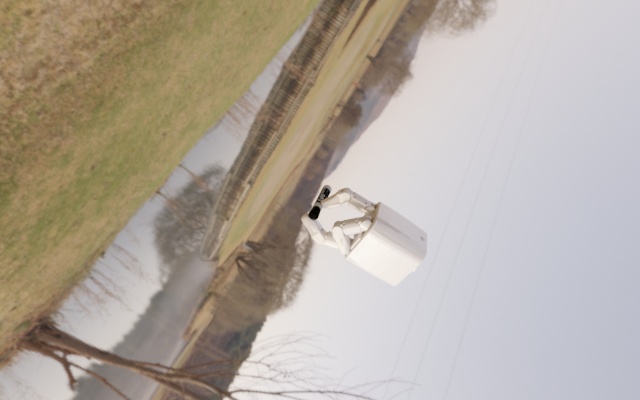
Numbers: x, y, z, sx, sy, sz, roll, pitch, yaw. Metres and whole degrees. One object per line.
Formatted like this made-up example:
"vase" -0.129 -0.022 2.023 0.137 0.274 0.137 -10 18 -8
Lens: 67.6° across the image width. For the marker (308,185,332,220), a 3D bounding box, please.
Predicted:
"marker" 0.000 0.003 0.880 0.020 0.020 0.121 0 25 14
